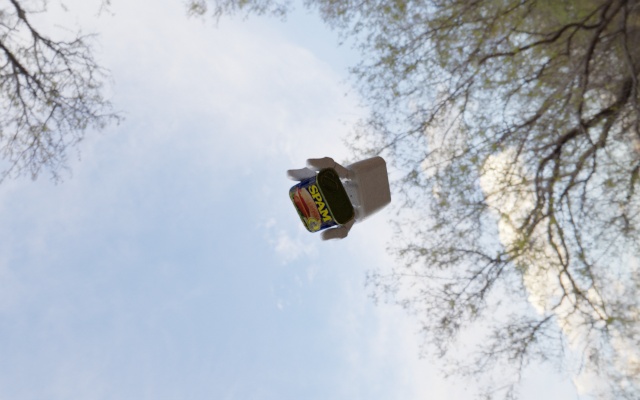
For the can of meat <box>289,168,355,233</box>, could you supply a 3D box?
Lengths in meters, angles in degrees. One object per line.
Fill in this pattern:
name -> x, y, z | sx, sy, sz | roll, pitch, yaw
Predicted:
can of meat -> 0.000, 0.003, 0.860 | 0.084, 0.102, 0.057 | -22, 6, 44
